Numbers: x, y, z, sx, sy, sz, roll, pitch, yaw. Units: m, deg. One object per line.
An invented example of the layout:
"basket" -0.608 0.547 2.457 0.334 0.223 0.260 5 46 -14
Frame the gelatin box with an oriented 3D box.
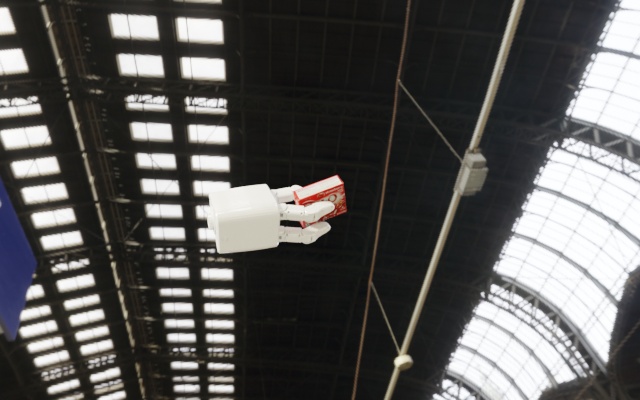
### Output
"gelatin box" 0.000 0.002 0.862 0.089 0.073 0.030 -21 45 -11
